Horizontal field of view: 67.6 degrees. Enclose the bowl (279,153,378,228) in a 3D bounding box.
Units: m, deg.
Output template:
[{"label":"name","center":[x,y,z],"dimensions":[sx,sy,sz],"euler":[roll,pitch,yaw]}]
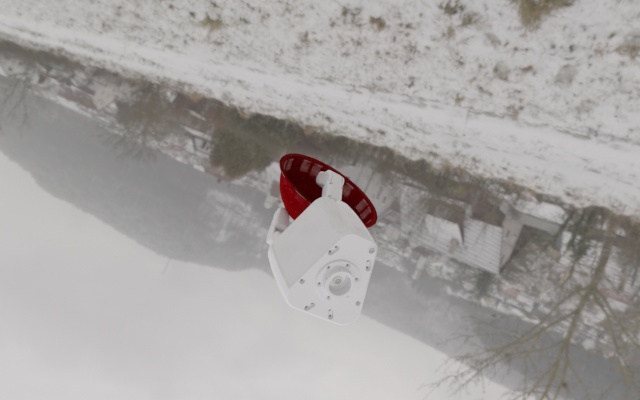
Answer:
[{"label":"bowl","center":[0.000,0.002,0.684],"dimensions":[0.162,0.055,0.162],"euler":[28,24,-14]}]
